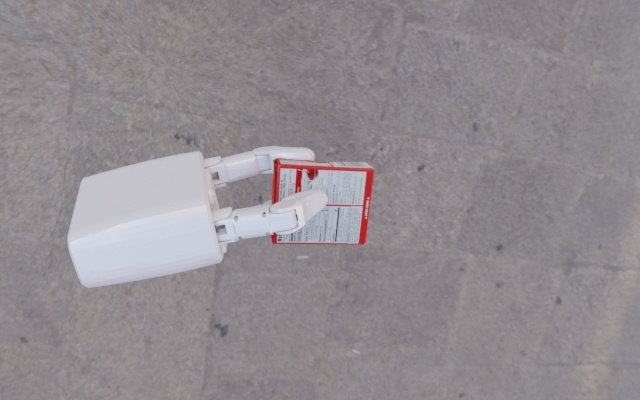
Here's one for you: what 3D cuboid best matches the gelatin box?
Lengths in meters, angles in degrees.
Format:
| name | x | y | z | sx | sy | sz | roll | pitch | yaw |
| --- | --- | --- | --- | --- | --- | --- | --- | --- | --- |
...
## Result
| name | x | y | z | sx | sy | sz | roll | pitch | yaw |
| --- | --- | --- | --- | --- | --- | --- | --- | --- | --- |
| gelatin box | 0.000 | 0.002 | 0.433 | 0.089 | 0.073 | 0.030 | 2 | 17 | -10 |
